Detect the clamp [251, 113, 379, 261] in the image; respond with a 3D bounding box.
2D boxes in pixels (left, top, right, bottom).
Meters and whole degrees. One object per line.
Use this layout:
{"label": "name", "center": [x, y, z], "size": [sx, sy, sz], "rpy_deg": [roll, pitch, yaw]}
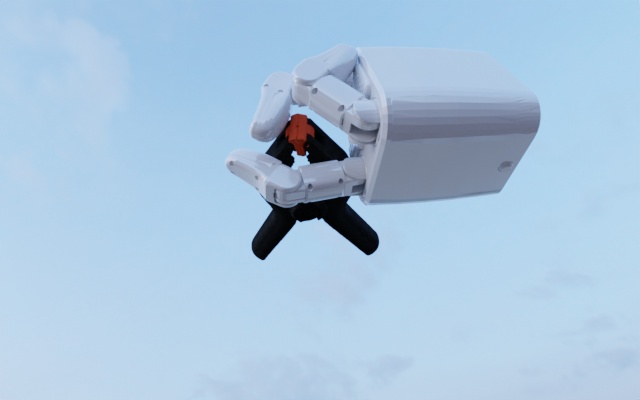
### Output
{"label": "clamp", "center": [0.000, 0.001, 0.403], "size": [0.120, 0.039, 0.172], "rpy_deg": [-2, -36, -8]}
